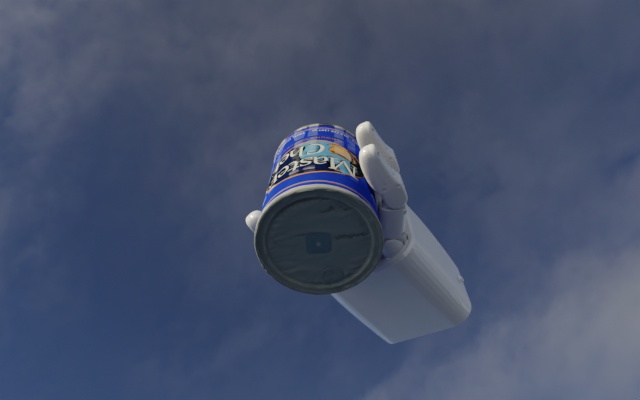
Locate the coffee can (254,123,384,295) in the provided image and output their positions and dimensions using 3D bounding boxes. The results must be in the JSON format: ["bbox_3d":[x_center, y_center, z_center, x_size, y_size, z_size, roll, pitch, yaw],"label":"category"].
[{"bbox_3d":[0.000,0.001,0.437,0.103,0.103,0.140,0,29,2],"label":"coffee can"}]
